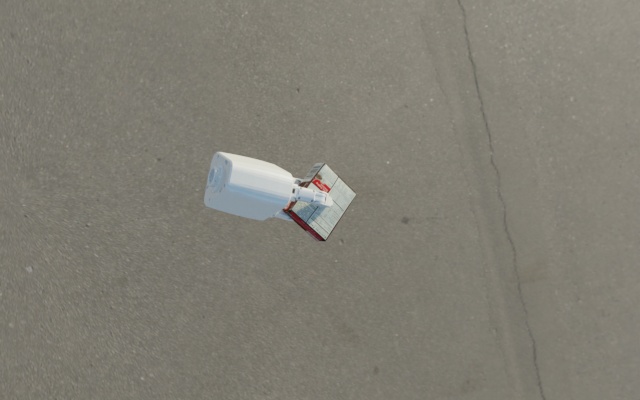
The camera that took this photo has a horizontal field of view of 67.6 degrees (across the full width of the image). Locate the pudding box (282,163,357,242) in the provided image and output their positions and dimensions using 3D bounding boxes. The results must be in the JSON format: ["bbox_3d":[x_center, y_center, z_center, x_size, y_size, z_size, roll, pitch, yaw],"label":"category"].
[{"bbox_3d":[0.000,0.003,0.842,0.090,0.113,0.039,44,-21,-22],"label":"pudding box"}]
